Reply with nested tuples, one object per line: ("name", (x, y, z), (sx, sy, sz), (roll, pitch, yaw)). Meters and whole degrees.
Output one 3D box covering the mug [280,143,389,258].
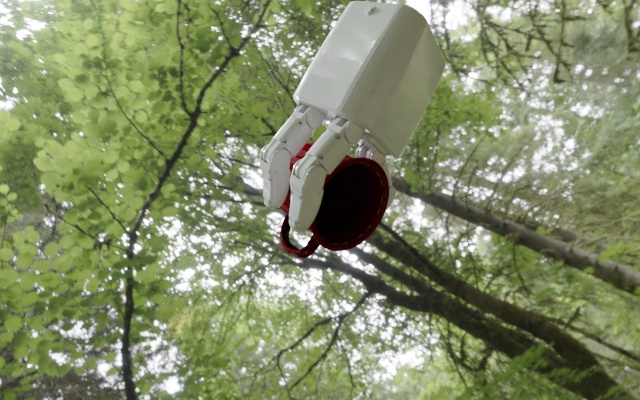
("mug", (-0.001, 0.003, 0.471), (0.093, 0.117, 0.081), (31, 0, -42))
